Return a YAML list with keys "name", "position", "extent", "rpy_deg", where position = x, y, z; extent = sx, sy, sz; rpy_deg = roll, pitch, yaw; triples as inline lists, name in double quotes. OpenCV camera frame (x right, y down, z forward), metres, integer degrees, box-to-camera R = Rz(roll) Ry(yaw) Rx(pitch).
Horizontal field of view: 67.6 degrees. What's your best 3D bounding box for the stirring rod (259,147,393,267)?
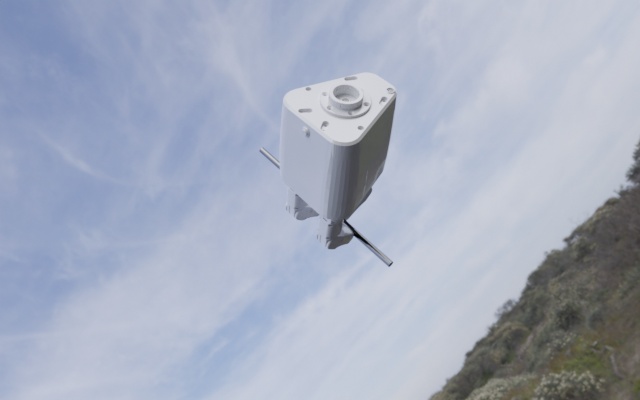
- name: "stirring rod"
  position: [0.000, 0.002, 0.601]
  extent: [0.239, 0.011, 0.011]
  rpy_deg: [42, 21, 26]
